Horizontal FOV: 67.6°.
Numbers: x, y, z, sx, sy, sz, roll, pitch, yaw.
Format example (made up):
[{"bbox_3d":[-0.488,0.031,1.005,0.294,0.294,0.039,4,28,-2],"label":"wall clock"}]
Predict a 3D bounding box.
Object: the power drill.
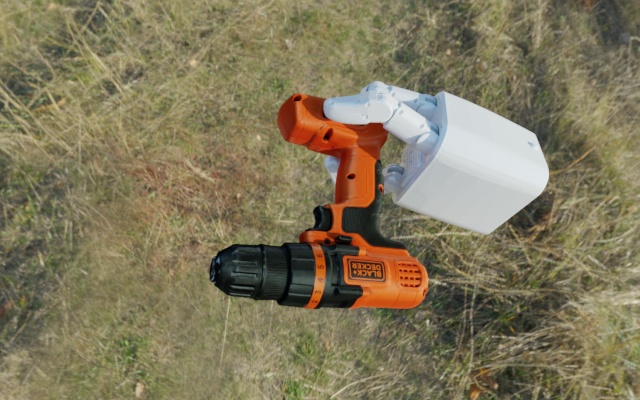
[{"bbox_3d":[0.000,0.001,0.418,0.184,0.187,0.057,9,-26,-23],"label":"power drill"}]
